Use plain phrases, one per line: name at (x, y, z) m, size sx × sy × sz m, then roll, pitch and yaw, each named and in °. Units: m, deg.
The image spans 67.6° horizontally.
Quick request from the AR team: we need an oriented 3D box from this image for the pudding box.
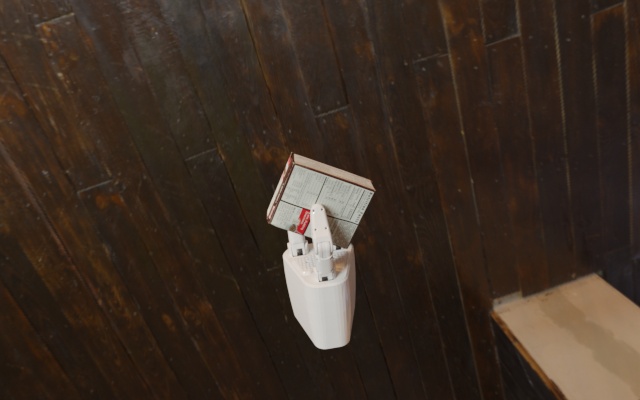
pudding box at (0.000, 0.002, 0.595) m, size 0.113 × 0.090 × 0.039 m, roll 18°, pitch 21°, yaw -17°
